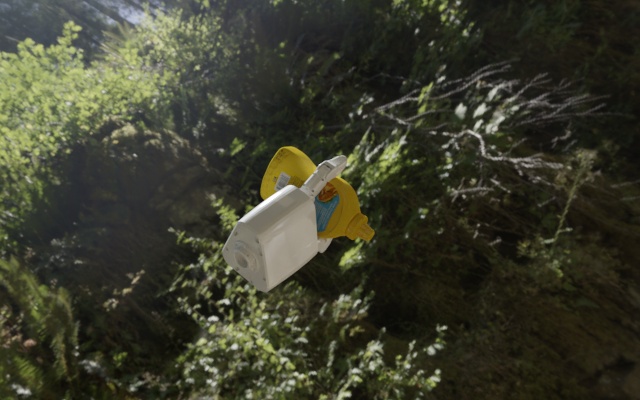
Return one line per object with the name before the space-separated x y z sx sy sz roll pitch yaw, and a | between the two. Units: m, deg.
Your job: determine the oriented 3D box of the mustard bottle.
mustard bottle | 0.000 0.002 0.731 0.191 0.096 0.058 34 21 21
